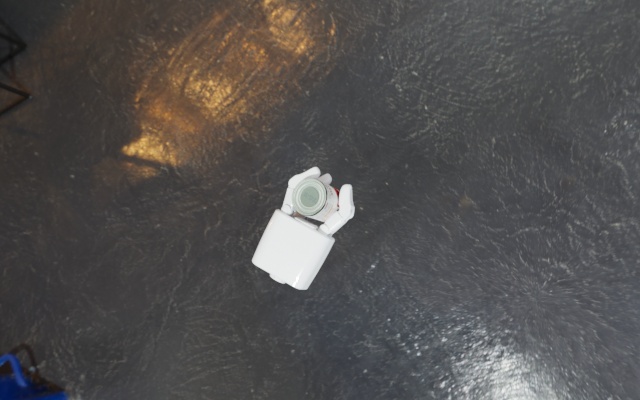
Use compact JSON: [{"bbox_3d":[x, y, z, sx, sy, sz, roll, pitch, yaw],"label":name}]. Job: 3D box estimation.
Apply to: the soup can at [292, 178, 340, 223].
[{"bbox_3d":[0.000,0.002,0.848,0.068,0.068,0.102,0,-10,24],"label":"soup can"}]
